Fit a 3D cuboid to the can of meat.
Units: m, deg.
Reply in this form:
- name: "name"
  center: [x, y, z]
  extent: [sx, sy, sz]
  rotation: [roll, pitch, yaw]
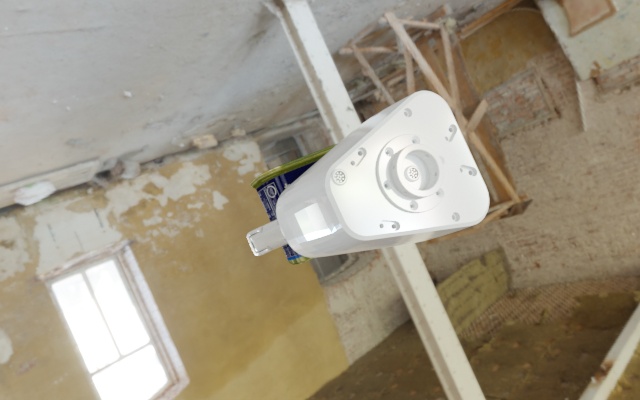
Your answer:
- name: "can of meat"
  center: [0.000, 0.002, 0.439]
  extent: [0.102, 0.084, 0.057]
  rotation: [-24, -1, -25]
